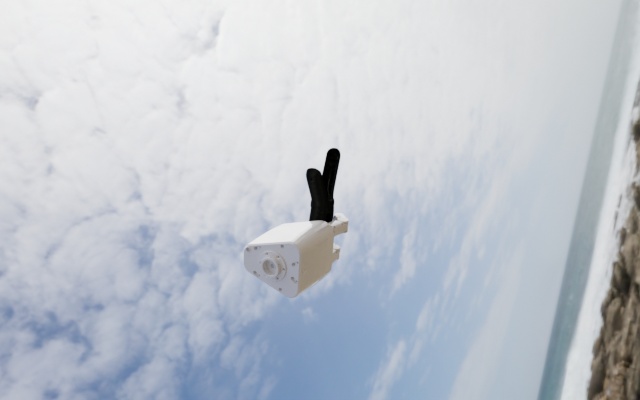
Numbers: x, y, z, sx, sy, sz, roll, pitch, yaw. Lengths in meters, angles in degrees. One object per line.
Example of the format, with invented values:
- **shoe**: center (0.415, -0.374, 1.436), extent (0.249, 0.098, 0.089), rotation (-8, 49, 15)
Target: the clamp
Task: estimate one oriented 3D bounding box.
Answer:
- **clamp**: center (0.000, 0.003, 0.808), extent (0.039, 0.171, 0.120), rotation (10, 18, 23)
